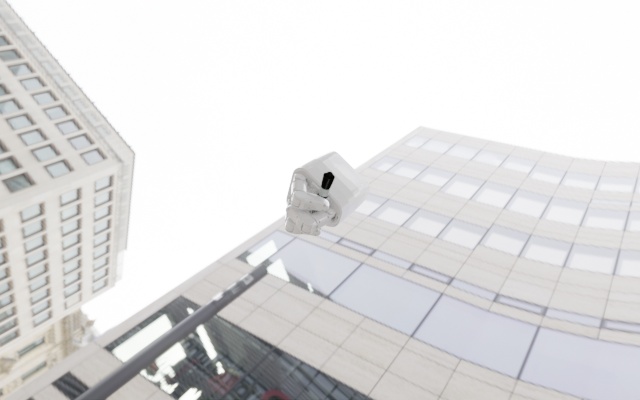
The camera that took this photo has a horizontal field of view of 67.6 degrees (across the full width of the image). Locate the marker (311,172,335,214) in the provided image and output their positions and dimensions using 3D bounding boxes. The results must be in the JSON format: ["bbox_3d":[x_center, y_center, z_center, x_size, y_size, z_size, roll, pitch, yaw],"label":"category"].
[{"bbox_3d":[0.000,0.003,0.783,0.020,0.121,0.020,11,38,-9],"label":"marker"}]
